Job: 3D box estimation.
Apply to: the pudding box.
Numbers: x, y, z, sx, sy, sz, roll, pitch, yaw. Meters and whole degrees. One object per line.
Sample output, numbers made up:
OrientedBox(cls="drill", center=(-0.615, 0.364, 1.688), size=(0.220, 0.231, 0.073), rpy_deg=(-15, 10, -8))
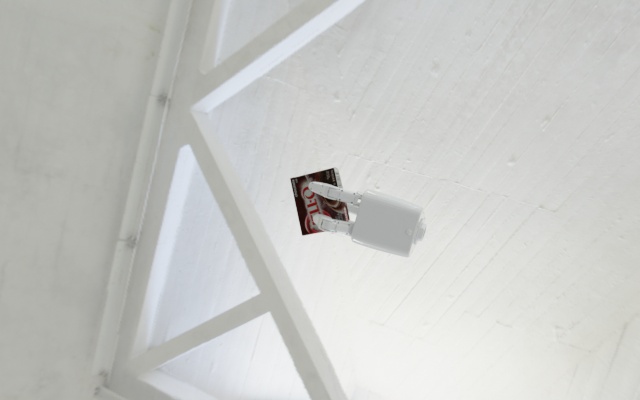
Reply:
OrientedBox(cls="pudding box", center=(0.000, 0.003, 0.885), size=(0.090, 0.113, 0.039), rpy_deg=(-13, -4, 19))
